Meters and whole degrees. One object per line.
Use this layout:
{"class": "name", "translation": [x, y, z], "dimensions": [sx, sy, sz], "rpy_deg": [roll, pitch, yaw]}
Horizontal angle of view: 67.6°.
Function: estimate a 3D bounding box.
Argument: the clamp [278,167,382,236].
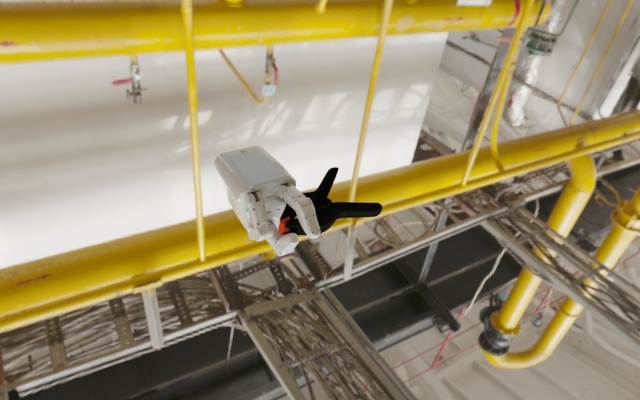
{"class": "clamp", "translation": [0.000, 0.003, 0.758], "dimensions": [0.171, 0.039, 0.120], "rpy_deg": [-16, 44, -29]}
